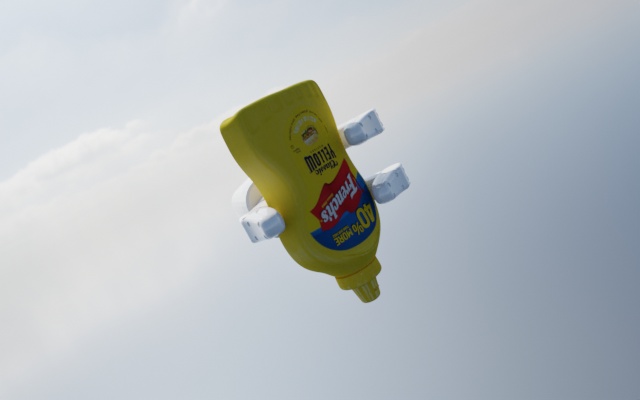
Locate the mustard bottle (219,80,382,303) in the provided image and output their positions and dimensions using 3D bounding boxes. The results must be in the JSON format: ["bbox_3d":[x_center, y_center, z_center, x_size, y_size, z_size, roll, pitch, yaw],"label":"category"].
[{"bbox_3d":[0.000,0.001,0.401,0.058,0.191,0.096,-18,13,47],"label":"mustard bottle"}]
